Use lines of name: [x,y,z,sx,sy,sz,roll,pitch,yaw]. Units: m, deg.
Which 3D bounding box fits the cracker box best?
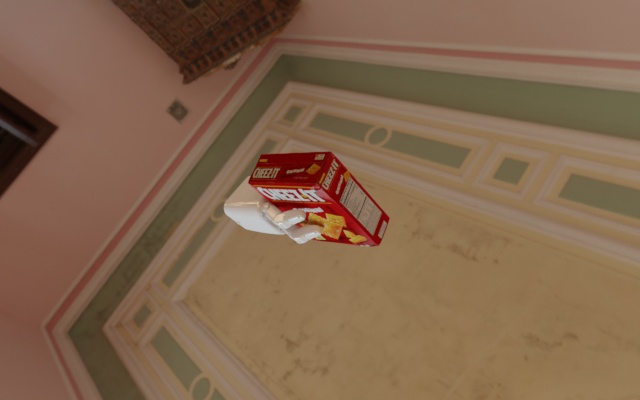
cracker box: [0.000,0.003,0.856,0.164,0.072,0.214,2,-30,40]
